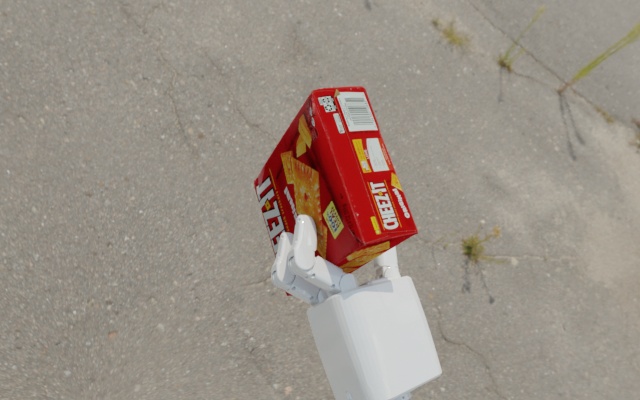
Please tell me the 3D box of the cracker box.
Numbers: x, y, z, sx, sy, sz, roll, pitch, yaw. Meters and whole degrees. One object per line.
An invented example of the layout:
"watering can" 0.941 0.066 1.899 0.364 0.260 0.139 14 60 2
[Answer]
"cracker box" 0.000 0.002 0.535 0.072 0.164 0.214 -9 -19 -28
